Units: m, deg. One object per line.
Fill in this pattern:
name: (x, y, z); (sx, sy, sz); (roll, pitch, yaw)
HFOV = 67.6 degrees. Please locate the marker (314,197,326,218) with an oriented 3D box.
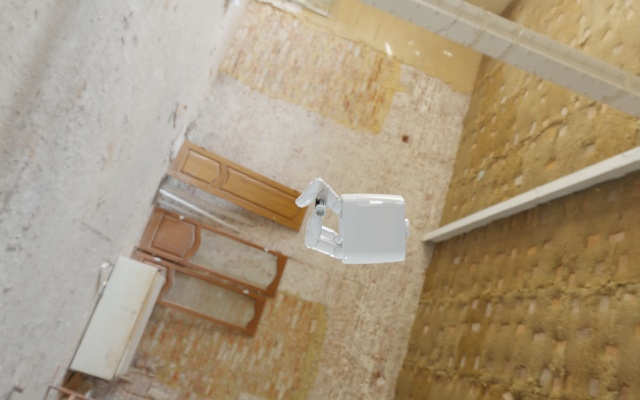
marker: (0.000, 0.003, 0.819); (0.020, 0.020, 0.121); (0, 16, 0)
